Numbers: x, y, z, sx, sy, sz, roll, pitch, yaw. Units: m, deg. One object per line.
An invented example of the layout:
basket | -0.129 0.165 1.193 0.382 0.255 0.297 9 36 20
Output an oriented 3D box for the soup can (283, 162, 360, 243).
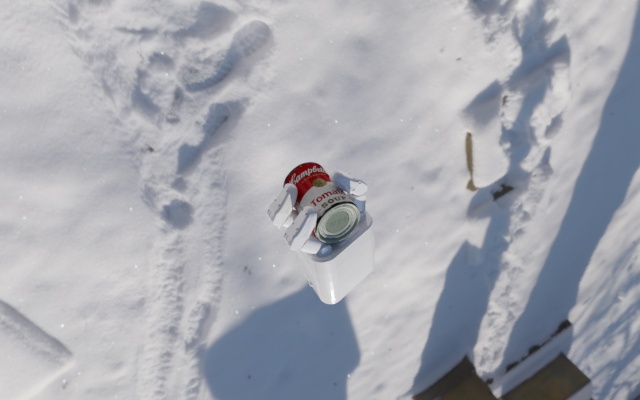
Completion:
soup can | 0.000 0.002 0.648 0.068 0.068 0.102 0 34 -34
